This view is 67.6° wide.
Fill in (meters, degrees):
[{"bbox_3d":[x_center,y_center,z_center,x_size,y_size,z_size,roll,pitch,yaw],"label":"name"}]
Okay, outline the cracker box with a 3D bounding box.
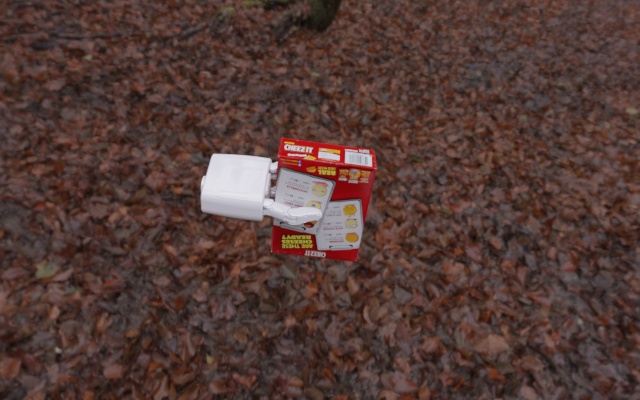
[{"bbox_3d":[0.000,0.003,0.853,0.164,0.214,0.072,7,37,-2],"label":"cracker box"}]
